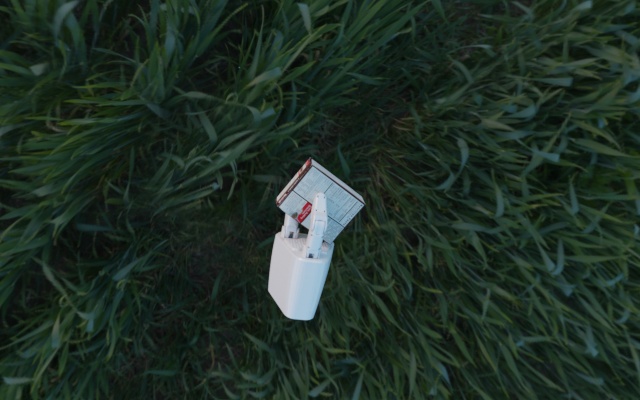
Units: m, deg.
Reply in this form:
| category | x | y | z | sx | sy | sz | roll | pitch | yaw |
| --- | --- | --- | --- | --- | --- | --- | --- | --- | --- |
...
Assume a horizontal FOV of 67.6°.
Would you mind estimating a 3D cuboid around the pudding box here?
| category | x | y | z | sx | sy | sz | roll | pitch | yaw |
| --- | --- | --- | --- | --- | --- | --- | --- | --- | --- |
| pudding box | 0.000 | 0.003 | 0.749 | 0.113 | 0.090 | 0.039 | 36 | 12 | -19 |
